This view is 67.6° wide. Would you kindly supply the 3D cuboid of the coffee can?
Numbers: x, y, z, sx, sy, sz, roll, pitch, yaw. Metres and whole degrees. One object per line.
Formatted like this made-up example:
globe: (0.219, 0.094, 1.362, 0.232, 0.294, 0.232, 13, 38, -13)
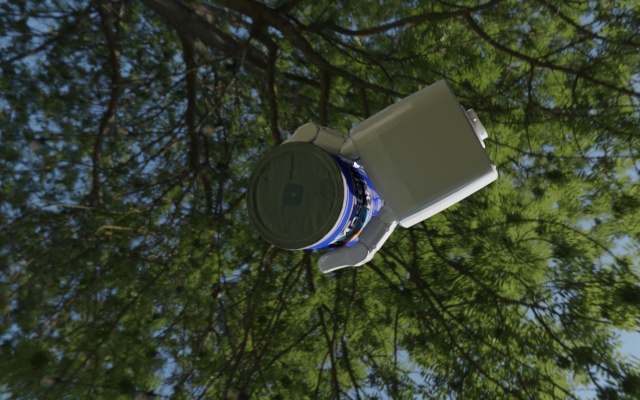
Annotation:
coffee can: (0.000, 0.002, 0.510, 0.103, 0.103, 0.140, 0, -6, 22)
